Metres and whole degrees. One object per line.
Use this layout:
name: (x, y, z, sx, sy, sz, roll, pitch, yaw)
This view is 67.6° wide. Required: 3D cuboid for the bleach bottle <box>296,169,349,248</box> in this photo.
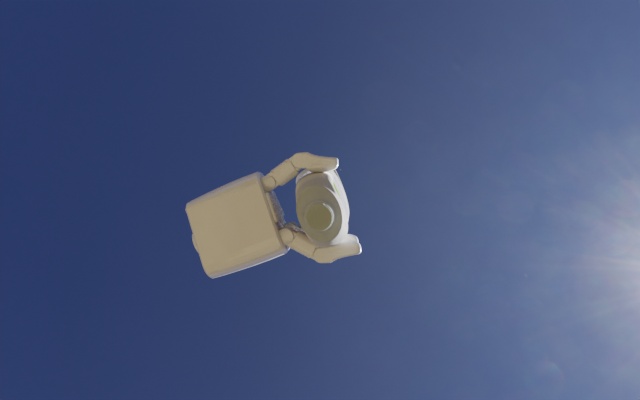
bleach bottle: (0.000, 0.002, 0.626, 0.068, 0.102, 0.251, -22, 3, 4)
